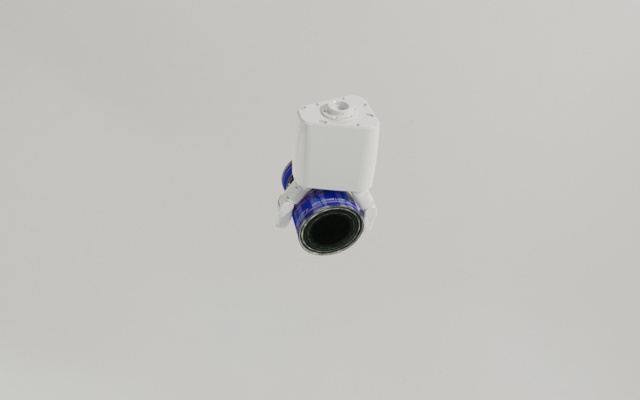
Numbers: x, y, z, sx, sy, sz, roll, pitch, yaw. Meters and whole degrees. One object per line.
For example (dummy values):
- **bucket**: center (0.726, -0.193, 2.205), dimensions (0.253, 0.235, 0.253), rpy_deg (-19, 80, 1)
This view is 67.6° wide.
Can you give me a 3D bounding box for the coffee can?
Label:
- **coffee can**: center (0.000, 0.003, 0.762), dimensions (0.103, 0.103, 0.140), rpy_deg (0, 40, -18)
